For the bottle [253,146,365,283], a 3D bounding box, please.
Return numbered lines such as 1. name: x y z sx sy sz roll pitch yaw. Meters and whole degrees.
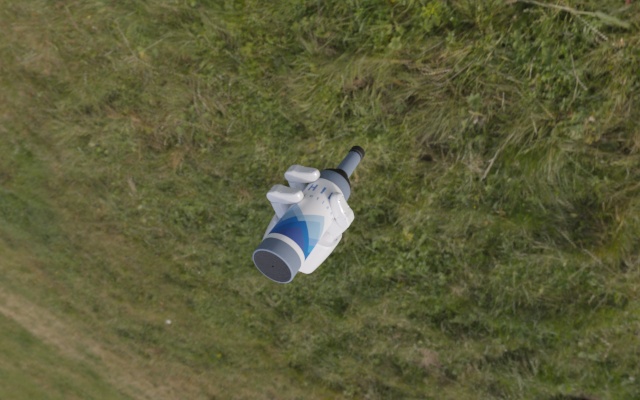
1. bottle: 0.000 0.003 0.762 0.069 0.069 0.295 0 38 36
